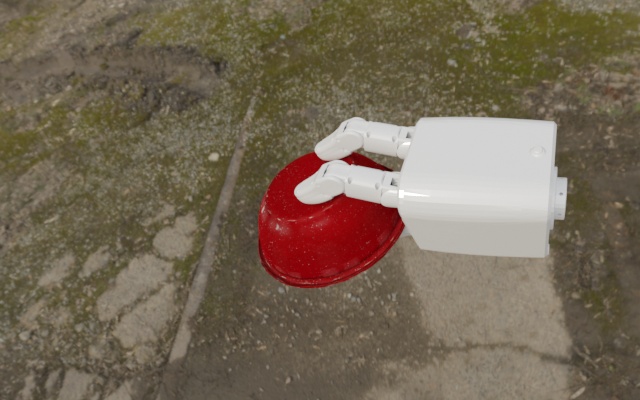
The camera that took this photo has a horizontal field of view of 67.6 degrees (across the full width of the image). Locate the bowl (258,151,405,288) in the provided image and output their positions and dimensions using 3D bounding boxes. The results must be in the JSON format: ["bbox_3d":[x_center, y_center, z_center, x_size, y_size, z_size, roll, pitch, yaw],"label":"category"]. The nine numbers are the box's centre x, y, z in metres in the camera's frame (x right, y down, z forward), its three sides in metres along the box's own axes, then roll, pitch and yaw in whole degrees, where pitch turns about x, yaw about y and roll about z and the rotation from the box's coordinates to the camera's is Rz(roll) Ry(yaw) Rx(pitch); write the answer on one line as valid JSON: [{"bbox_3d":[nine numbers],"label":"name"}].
[{"bbox_3d":[-0.001,0.001,0.458,0.162,0.162,0.055,0,-42,32],"label":"bowl"}]
